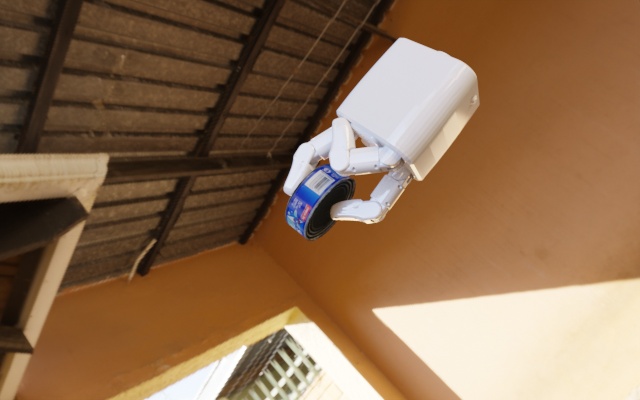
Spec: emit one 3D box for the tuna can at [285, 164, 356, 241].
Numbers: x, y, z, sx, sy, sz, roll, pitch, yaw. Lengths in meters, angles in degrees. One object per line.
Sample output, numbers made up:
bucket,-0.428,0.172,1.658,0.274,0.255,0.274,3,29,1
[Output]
tuna can,0.000,0.001,0.540,0.033,0.086,0.086,37,15,21
